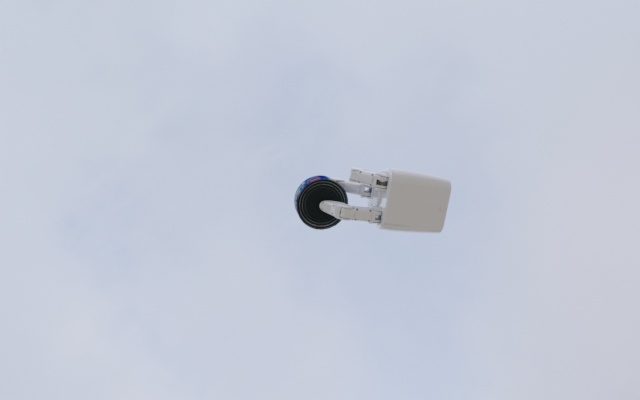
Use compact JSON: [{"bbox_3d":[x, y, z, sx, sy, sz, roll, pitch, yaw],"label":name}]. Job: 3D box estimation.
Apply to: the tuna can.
[{"bbox_3d":[0.000,0.002,0.785,0.086,0.086,0.033,0,15,-13],"label":"tuna can"}]
